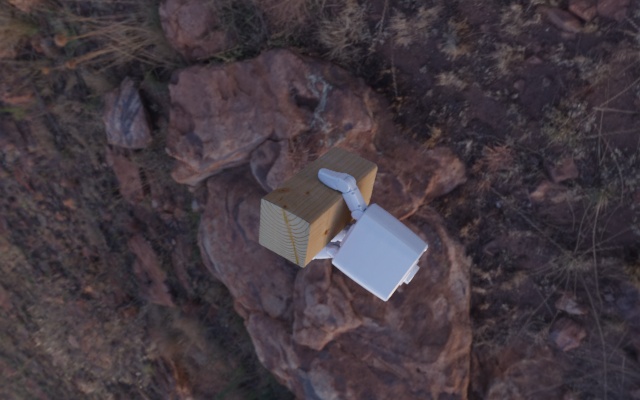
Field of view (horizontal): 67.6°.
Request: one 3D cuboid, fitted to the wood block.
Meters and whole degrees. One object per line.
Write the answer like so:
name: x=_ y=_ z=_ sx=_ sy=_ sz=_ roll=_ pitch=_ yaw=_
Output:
wood block: x=0.000 y=0.003 z=0.776 sx=0.090 sy=0.091 sz=0.206 roll=26 pitch=40 yaw=22
